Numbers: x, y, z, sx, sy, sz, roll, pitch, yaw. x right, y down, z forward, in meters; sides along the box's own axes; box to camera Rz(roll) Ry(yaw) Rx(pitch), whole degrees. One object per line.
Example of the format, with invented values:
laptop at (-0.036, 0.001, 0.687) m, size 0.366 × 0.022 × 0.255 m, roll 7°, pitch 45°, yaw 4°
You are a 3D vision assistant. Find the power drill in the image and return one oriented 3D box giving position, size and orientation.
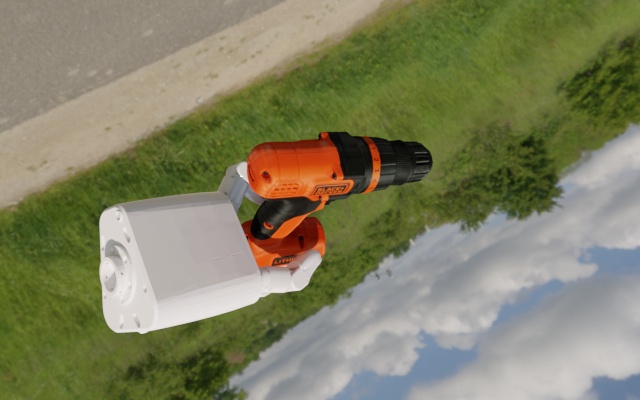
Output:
power drill at (0.000, 0.002, 0.483) m, size 0.184 × 0.057 × 0.188 m, roll -3°, pitch -30°, yaw -26°
